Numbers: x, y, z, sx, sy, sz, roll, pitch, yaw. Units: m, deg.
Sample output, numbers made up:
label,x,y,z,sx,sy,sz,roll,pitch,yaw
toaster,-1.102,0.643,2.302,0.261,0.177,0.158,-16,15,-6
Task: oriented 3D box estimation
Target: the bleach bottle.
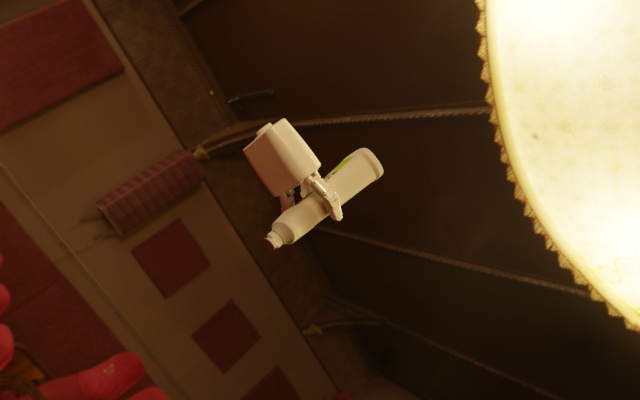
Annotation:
label,x,y,z,sx,sy,sz,roll,pitch,yaw
bleach bottle,0.000,0.003,0.886,0.250,0.068,0.102,-40,7,-25
